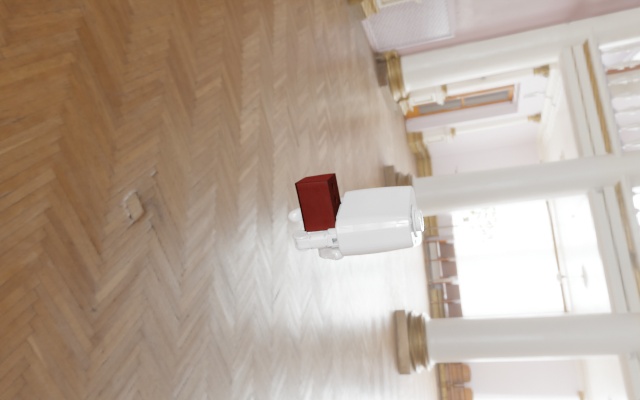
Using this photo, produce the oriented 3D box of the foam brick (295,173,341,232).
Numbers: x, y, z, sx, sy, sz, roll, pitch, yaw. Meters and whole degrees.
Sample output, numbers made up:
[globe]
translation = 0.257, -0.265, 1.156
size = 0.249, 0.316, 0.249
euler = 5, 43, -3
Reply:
[foam brick]
translation = 0.000, 0.002, 0.720
size = 0.051, 0.078, 0.053
euler = -7, 14, 19
